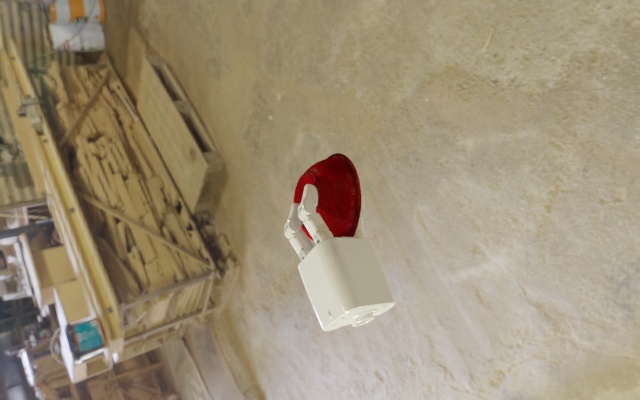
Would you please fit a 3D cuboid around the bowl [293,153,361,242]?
[{"bbox_3d":[-0.001,0.002,0.765,0.055,0.162,0.162,3,-2,-28],"label":"bowl"}]
